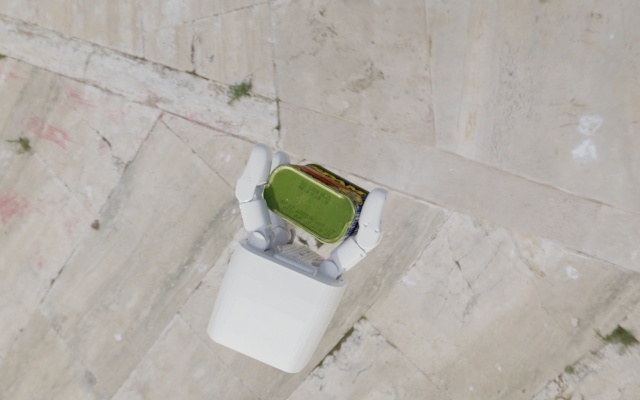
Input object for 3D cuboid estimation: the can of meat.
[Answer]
[{"bbox_3d":[0.000,0.002,0.498,0.102,0.057,0.084,29,11,16],"label":"can of meat"}]
